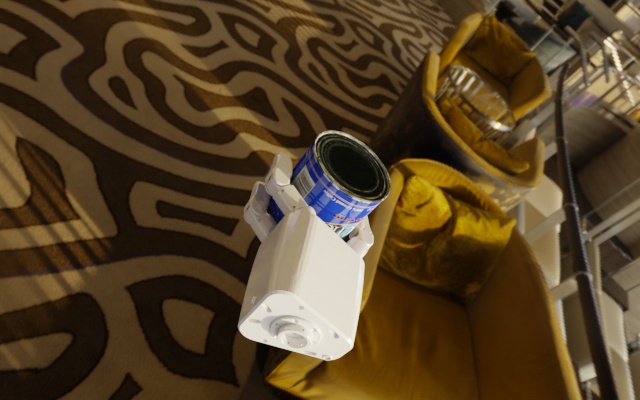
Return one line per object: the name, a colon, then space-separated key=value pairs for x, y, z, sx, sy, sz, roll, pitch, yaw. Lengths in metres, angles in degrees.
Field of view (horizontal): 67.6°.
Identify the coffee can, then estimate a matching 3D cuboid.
coffee can: x=0.000 y=0.002 z=0.567 sx=0.103 sy=0.102 sz=0.140 roll=0 pitch=-37 yaw=-40
